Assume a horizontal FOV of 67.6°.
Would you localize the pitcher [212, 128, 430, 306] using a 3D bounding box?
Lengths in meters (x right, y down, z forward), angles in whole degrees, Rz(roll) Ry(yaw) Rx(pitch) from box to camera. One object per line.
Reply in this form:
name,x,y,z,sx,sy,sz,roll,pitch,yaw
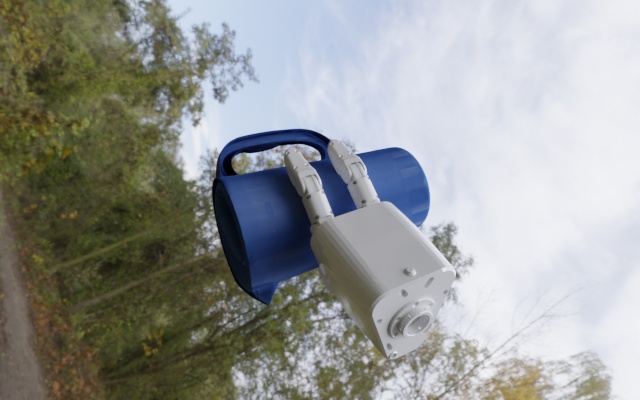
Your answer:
pitcher,0.000,0.002,0.563,0.243,0.149,0.145,-16,40,-22
